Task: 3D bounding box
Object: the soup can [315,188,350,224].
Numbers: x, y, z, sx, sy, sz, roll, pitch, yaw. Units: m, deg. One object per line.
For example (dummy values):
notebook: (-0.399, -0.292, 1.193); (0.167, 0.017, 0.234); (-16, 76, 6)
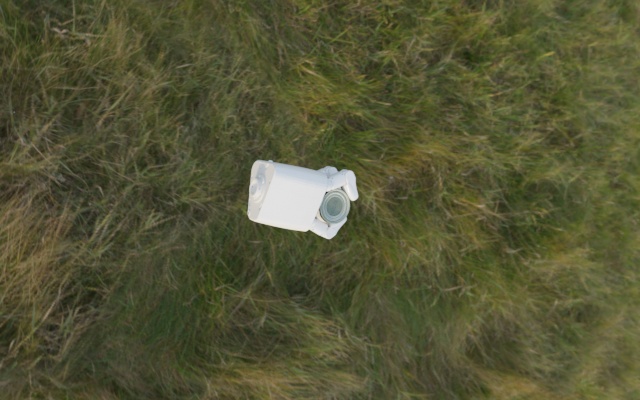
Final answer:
soup can: (0.001, 0.003, 0.900); (0.068, 0.068, 0.102); (0, 9, -32)
